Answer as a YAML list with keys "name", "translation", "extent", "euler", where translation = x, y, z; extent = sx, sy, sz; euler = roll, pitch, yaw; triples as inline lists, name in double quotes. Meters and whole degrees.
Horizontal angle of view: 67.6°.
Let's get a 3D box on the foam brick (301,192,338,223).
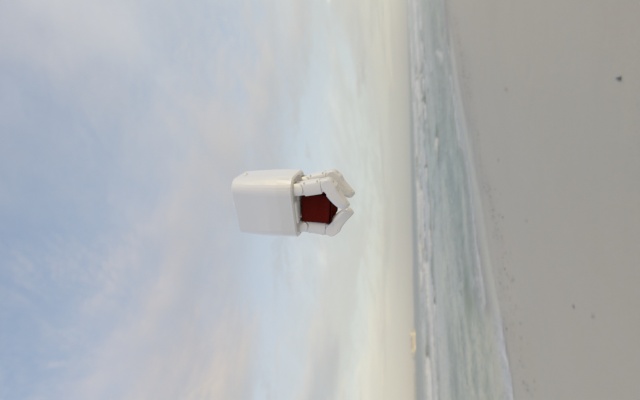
- name: "foam brick"
  translation: [0.000, 0.003, 0.831]
  extent: [0.051, 0.053, 0.078]
  euler: [3, 15, 10]
